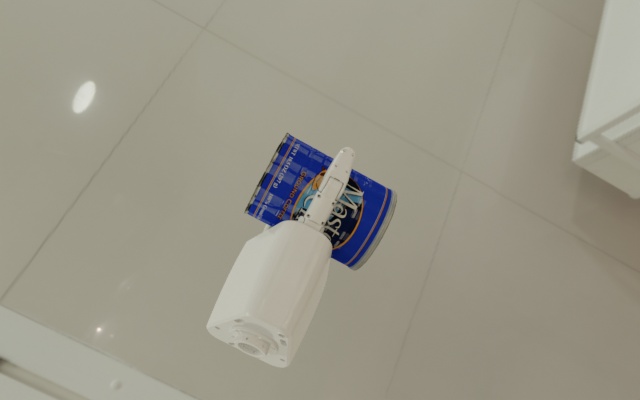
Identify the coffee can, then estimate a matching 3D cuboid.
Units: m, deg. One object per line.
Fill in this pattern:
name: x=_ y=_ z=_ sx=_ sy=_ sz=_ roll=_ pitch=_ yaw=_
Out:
coffee can: x=0.000 y=0.002 z=0.540 sx=0.140 sy=0.103 sz=0.103 roll=28 pitch=-3 yaw=-6
